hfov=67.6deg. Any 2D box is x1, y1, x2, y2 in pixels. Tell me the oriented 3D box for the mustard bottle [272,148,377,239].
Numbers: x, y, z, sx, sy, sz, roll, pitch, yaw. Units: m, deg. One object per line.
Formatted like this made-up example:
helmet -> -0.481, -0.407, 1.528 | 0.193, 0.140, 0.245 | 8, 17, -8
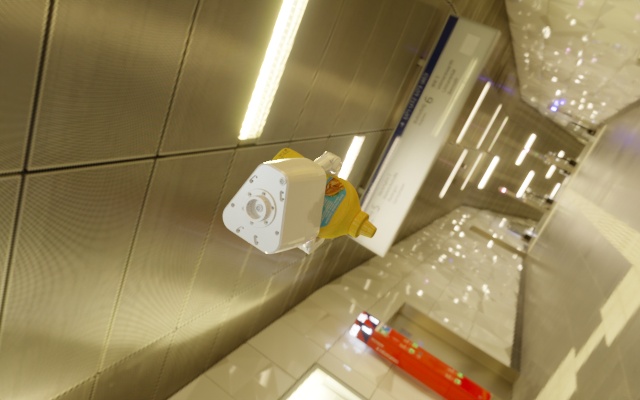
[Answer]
mustard bottle -> 0.000, 0.002, 0.728 | 0.191, 0.096, 0.058 | 30, -6, 18
